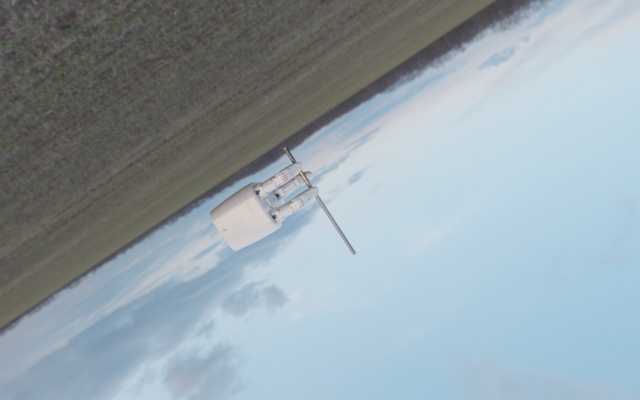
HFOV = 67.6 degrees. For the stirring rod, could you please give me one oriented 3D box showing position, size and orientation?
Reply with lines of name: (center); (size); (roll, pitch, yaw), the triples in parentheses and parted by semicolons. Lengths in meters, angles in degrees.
stirring rod: (0.000, 0.003, 0.898); (0.011, 0.239, 0.011); (-33, 8, 5)
